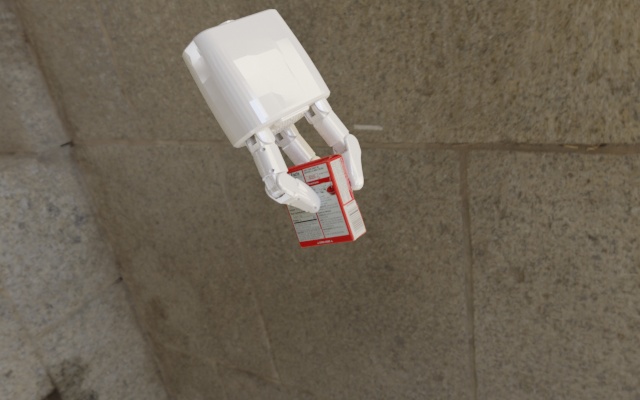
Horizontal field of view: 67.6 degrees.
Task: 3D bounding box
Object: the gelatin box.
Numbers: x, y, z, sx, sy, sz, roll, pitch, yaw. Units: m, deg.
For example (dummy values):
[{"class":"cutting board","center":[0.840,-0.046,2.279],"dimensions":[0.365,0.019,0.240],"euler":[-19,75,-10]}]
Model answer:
[{"class":"gelatin box","center":[0.000,0.002,0.504],"dimensions":[0.073,0.089,0.030],"euler":[-12,10,38]}]
